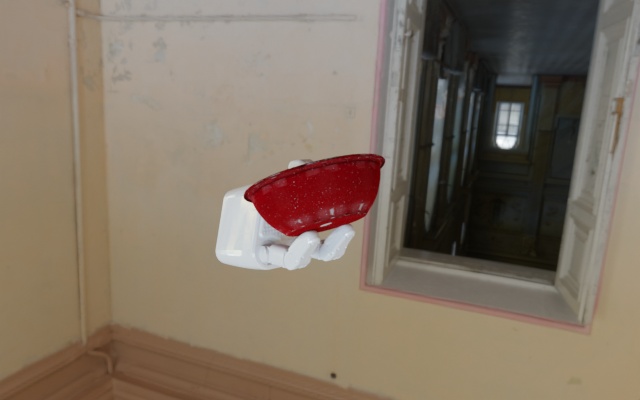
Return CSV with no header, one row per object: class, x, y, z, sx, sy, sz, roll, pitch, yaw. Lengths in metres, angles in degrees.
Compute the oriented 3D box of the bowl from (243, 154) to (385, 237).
bowl,0.001,0.002,0.525,0.162,0.055,0.162,-14,-10,-3
